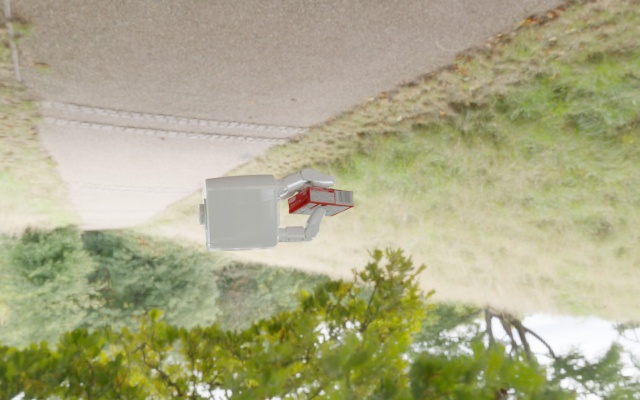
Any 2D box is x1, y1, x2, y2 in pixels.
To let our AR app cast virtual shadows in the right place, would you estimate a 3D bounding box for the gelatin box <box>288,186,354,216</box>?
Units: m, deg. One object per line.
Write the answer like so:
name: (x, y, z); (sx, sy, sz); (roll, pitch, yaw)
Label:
gelatin box: (0.000, 0.003, 0.800); (0.089, 0.030, 0.073); (6, -18, -29)
